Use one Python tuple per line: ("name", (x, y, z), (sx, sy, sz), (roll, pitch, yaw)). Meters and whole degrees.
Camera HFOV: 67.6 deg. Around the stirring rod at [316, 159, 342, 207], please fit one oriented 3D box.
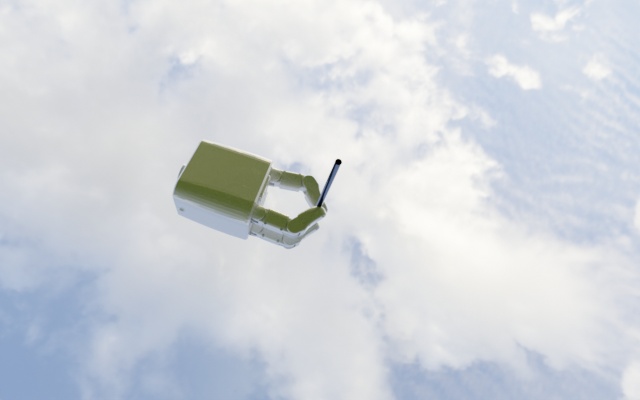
("stirring rod", (0.000, 0.002, 0.628), (0.011, 0.011, 0.240), (0, -21, -10))
